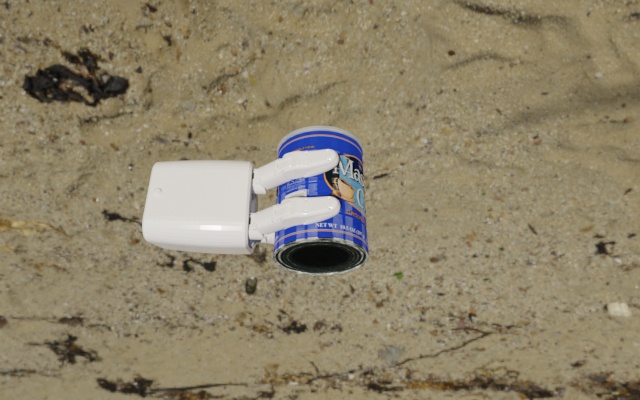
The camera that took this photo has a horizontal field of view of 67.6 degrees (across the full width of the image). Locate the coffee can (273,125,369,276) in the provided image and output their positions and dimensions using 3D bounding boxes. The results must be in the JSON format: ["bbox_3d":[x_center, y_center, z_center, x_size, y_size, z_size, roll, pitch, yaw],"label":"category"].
[{"bbox_3d":[0.000,0.002,0.540,0.103,0.140,0.103,0,-29,0],"label":"coffee can"}]
